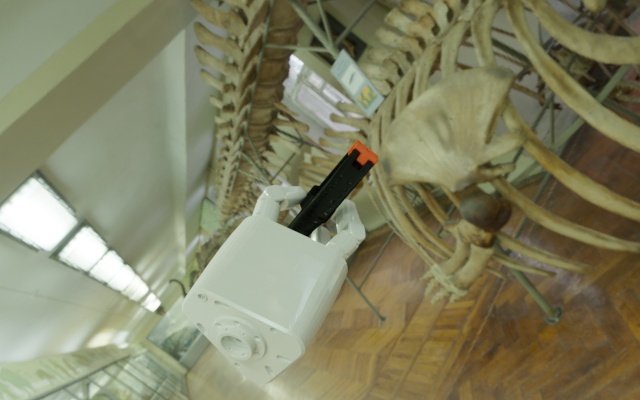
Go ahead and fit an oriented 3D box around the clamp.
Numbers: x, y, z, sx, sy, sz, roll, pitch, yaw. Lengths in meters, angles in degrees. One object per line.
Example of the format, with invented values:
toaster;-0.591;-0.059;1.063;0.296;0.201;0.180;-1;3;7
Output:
clamp;0.000;0.001;0.546;0.210;0.036;0.164;-49;5;38
